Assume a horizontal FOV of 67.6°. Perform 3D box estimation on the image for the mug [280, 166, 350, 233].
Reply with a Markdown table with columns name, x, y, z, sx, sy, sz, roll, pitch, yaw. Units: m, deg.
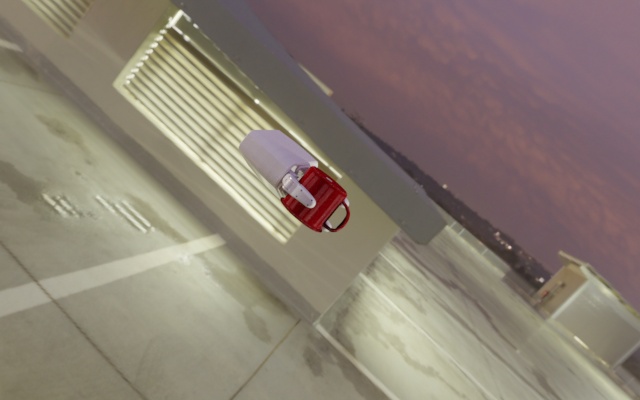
| name | x | y | z | sx | sy | sz | roll | pitch | yaw |
| --- | --- | --- | --- | --- | --- | --- | --- | --- | --- |
| mug | 0.001 | 0.003 | 0.817 | 0.117 | 0.081 | 0.093 | 42 | 9 | 15 |
